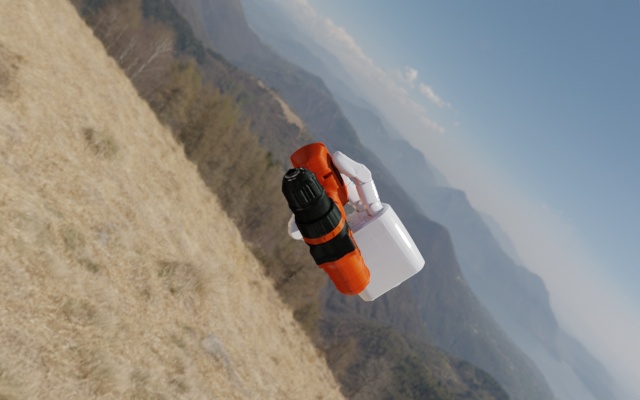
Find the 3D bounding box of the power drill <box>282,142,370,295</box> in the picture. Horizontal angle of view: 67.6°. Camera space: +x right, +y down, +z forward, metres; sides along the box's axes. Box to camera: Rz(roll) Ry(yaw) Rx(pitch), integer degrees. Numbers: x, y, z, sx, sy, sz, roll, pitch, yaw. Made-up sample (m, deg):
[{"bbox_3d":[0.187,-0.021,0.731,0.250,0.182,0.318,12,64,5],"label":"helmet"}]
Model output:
[{"bbox_3d":[0.000,0.002,0.601,0.057,0.184,0.187,-21,33,9],"label":"power drill"}]
